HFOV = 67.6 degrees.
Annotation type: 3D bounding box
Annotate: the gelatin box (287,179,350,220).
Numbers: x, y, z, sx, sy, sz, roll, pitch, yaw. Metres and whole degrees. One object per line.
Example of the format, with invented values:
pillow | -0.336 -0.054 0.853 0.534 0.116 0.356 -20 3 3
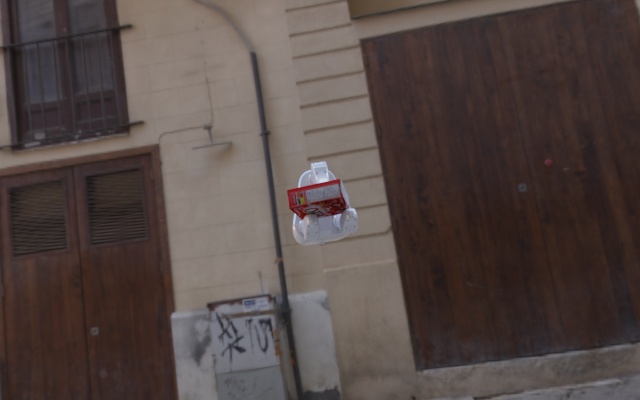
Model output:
gelatin box | 0.000 0.002 0.658 0.073 0.030 0.089 -11 -16 7
